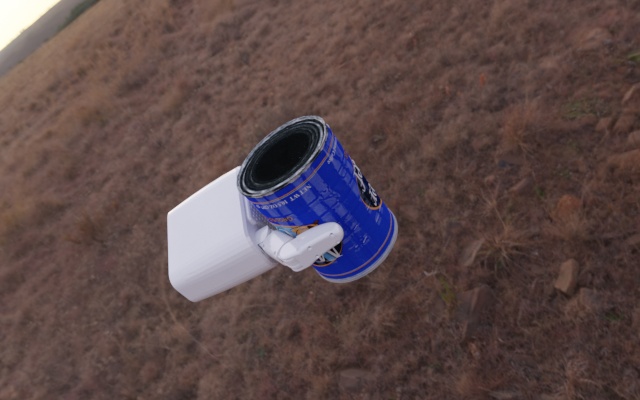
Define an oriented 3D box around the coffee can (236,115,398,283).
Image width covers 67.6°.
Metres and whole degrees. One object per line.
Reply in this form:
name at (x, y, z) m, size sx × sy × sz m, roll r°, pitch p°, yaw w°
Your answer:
coffee can at (0.000, 0.002, 0.478) m, size 0.103 × 0.102 × 0.140 m, roll 0°, pitch -40°, yaw 45°
